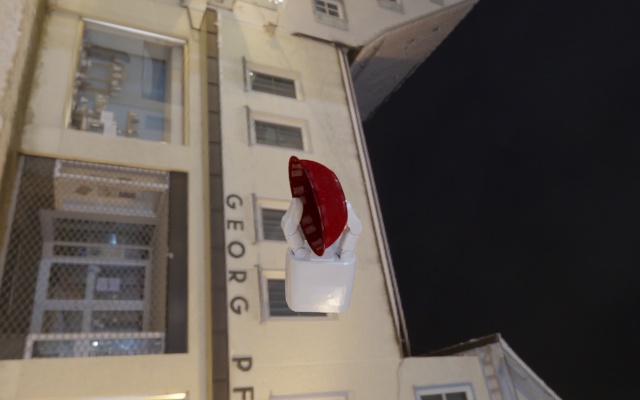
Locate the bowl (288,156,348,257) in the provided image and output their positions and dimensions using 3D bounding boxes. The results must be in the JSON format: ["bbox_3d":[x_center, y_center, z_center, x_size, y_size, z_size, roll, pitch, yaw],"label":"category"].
[{"bbox_3d":[0.000,0.001,0.742,0.055,0.162,0.162,-16,4,-14],"label":"bowl"}]
